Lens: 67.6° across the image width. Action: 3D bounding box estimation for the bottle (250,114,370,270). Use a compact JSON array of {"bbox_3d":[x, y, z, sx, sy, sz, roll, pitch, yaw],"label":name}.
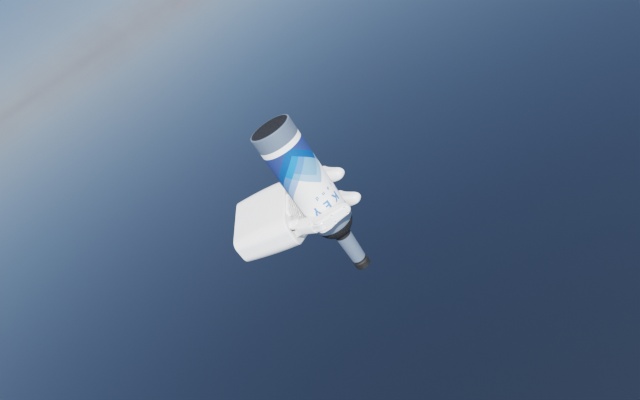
[{"bbox_3d":[0.000,0.002,0.757,0.069,0.296,0.069,-26,29,16],"label":"bottle"}]
